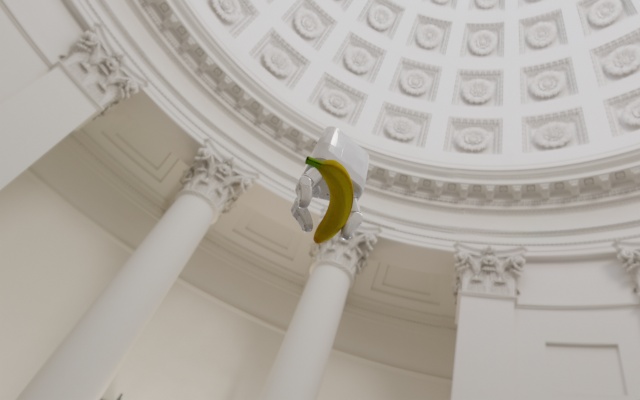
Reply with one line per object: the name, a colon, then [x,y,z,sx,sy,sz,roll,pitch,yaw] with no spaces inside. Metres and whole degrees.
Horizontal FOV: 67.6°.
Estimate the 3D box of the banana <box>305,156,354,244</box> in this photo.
banana: [0.018,0.002,0.760,0.069,0.037,0.198,5,-44,9]
